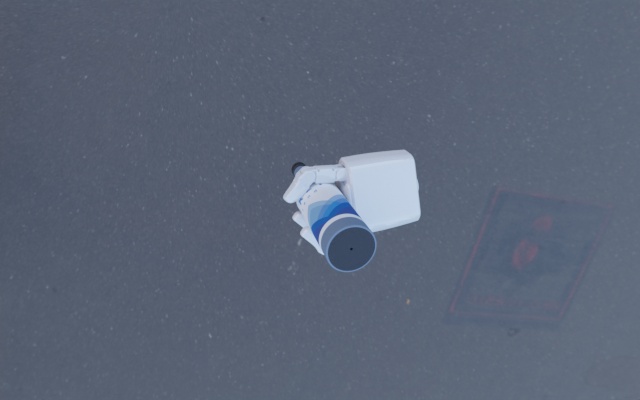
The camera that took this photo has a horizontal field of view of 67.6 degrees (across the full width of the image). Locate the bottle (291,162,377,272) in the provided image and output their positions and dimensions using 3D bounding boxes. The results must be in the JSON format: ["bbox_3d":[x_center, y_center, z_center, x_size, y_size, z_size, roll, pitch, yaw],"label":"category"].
[{"bbox_3d":[0.000,0.002,0.719,0.069,0.069,0.295,0,23,-17],"label":"bottle"}]
